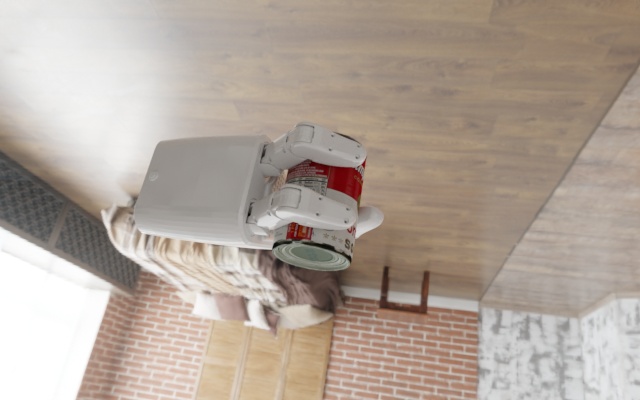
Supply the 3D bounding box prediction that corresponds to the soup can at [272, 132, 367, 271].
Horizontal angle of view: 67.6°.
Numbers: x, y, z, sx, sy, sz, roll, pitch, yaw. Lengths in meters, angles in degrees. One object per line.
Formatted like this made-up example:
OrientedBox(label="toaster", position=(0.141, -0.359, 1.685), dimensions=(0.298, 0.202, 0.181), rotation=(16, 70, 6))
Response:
OrientedBox(label="soup can", position=(0.001, 0.002, 0.407), dimensions=(0.068, 0.102, 0.068), rotation=(8, -24, 4))
